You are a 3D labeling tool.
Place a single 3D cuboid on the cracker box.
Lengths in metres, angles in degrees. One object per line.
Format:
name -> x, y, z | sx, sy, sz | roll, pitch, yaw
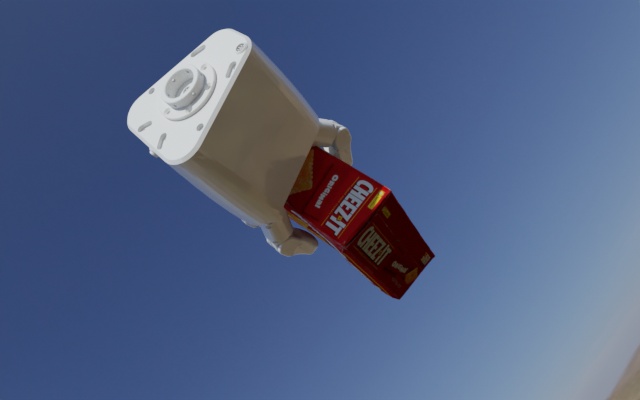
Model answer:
cracker box -> 0.000, 0.001, 0.507 | 0.213, 0.072, 0.164 | 36, -5, 36
